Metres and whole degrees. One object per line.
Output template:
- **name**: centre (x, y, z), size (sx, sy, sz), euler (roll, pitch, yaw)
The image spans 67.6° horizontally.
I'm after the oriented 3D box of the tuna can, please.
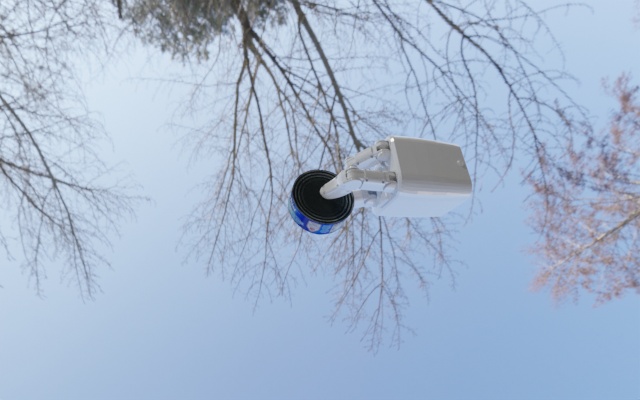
- **tuna can**: centre (0.000, 0.002, 0.642), size (0.086, 0.086, 0.034), euler (0, -32, -18)
